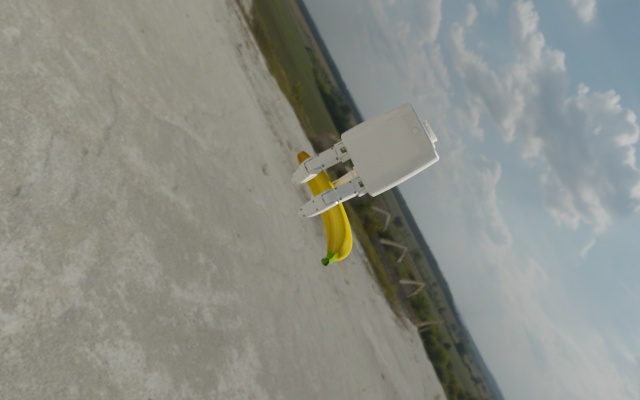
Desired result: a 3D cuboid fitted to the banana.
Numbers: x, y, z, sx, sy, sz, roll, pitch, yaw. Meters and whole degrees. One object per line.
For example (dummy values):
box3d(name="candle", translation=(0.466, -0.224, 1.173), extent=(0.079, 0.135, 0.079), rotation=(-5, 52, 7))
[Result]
box3d(name="banana", translation=(0.010, 0.012, 0.713), extent=(0.037, 0.197, 0.070), rotation=(-28, -34, 19))
